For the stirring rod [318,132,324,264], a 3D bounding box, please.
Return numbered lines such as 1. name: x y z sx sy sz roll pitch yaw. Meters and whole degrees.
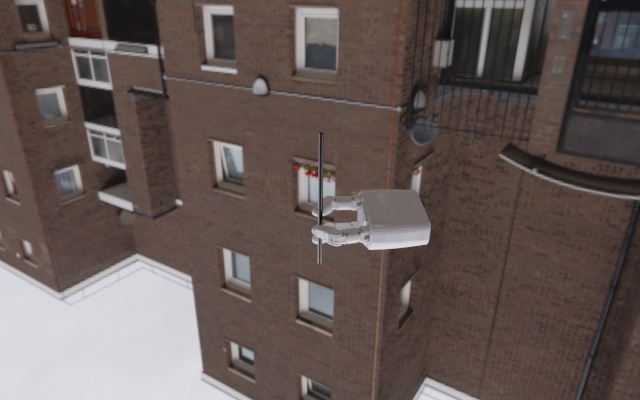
1. stirring rod: 0.000 0.003 0.808 0.011 0.240 0.011 1 24 0
